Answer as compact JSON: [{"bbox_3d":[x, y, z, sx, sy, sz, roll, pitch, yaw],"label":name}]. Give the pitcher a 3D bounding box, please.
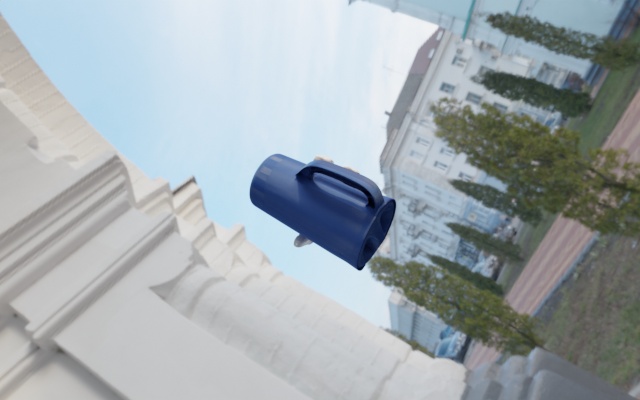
[{"bbox_3d":[0.000,0.003,0.826,0.243,0.149,0.145,27,7,20],"label":"pitcher"}]
